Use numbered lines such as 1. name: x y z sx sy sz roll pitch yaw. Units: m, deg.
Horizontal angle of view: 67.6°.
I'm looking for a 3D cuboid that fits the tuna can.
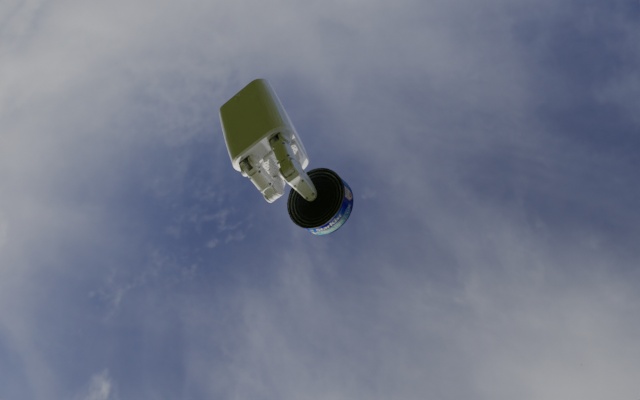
1. tuna can: 0.000 0.002 0.638 0.086 0.086 0.034 0 -21 32
